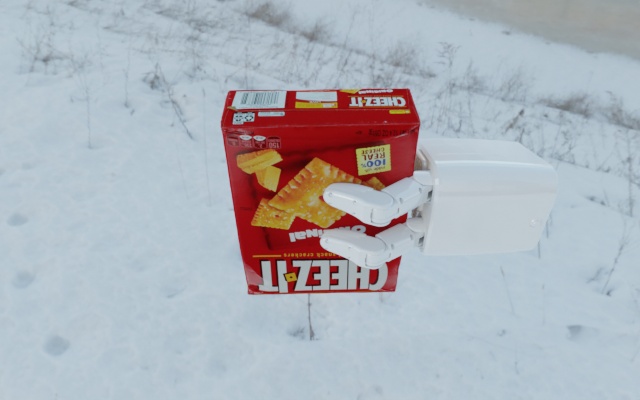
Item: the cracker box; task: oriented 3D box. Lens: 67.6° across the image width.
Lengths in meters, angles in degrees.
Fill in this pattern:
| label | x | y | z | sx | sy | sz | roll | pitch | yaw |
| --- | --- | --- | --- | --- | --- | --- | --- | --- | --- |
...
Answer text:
| label | x | y | z | sx | sy | sz | roll | pitch | yaw |
| --- | --- | --- | --- | --- | --- | --- | --- | --- | --- |
| cracker box | 0.000 | 0.001 | 0.466 | 0.164 | 0.214 | 0.072 | -1 | 40 | 0 |
